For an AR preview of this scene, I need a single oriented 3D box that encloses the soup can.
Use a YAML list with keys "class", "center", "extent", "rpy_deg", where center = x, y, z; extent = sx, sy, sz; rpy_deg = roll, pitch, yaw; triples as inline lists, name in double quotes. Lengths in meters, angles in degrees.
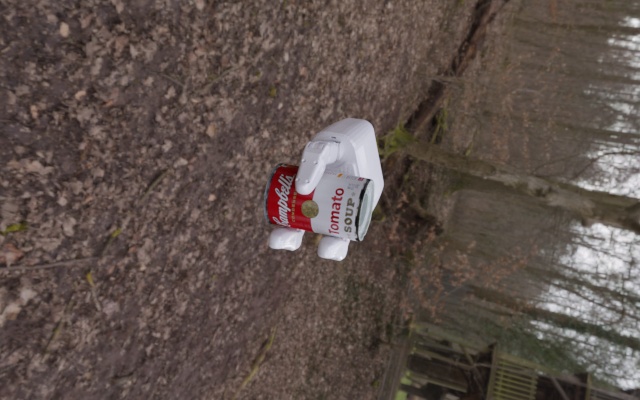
- class: "soup can"
  center: [0.000, 0.002, 0.506]
  extent: [0.102, 0.068, 0.068]
  rpy_deg: [11, 3, 16]
